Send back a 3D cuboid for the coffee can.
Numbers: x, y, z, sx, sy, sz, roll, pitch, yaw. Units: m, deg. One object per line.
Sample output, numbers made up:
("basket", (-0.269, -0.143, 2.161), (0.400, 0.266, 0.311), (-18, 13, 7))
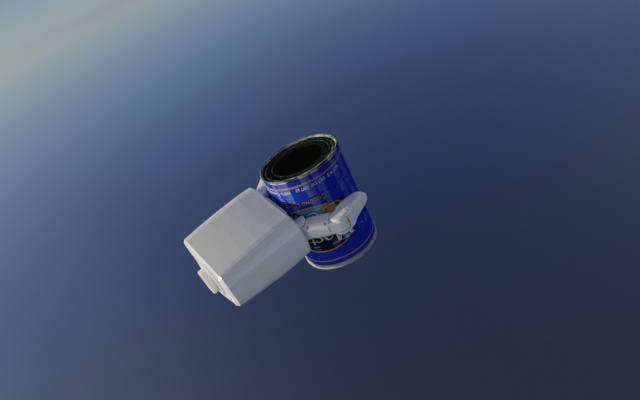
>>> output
("coffee can", (0.000, 0.002, 0.607), (0.103, 0.140, 0.102), (-20, 30, 12))
